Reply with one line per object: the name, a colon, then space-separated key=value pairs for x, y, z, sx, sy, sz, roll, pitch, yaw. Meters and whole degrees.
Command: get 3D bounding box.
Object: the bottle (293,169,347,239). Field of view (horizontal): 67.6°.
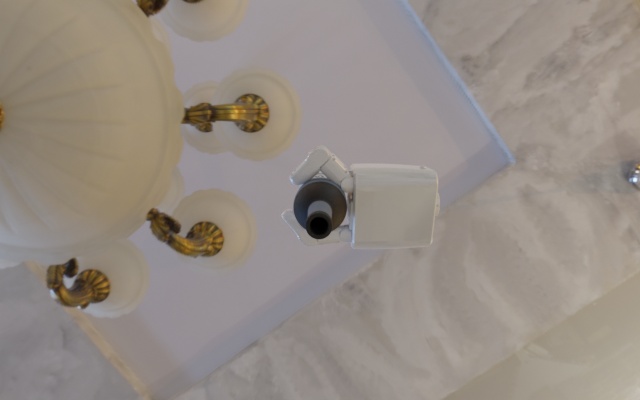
bottle: x=0.000 y=0.002 z=0.621 sx=0.069 sy=0.069 sz=0.295 roll=0 pitch=9 yaw=1
